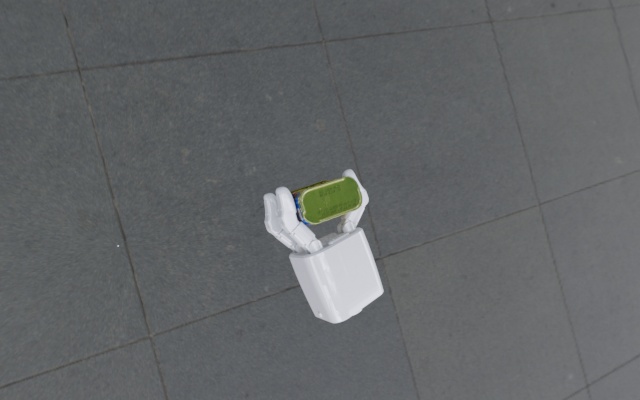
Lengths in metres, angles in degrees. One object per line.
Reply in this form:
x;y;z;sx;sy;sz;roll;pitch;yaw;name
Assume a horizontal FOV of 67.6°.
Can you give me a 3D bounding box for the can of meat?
0.000;0.002;0.702;0.102;0.057;0.084;-19;3;-23;can of meat
